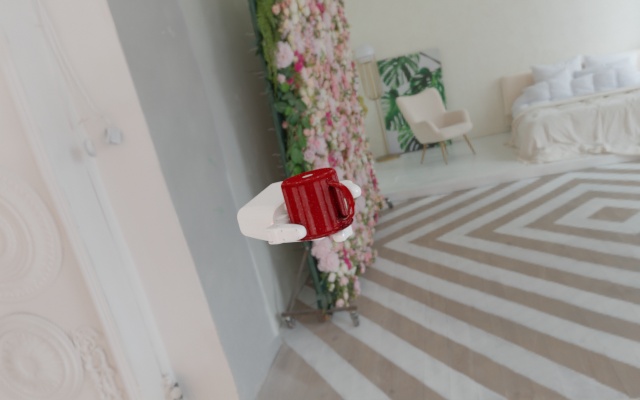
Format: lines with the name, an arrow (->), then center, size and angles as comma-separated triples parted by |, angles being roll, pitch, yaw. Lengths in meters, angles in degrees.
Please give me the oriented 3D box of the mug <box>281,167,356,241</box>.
mug -> 0.001, 0.002, 0.667 | 0.093, 0.081, 0.117 | -26, 15, -39
